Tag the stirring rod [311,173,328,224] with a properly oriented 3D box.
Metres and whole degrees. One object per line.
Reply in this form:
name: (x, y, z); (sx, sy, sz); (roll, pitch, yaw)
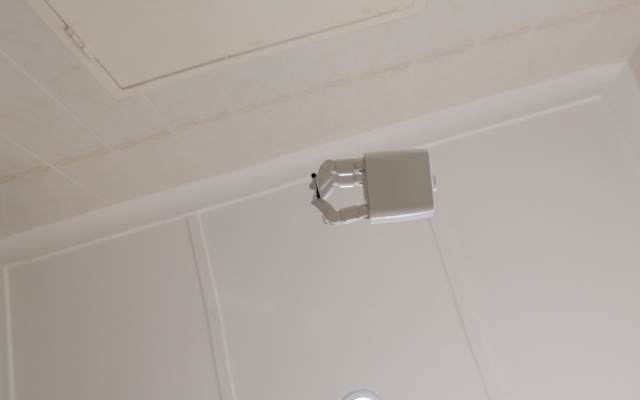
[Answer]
stirring rod: (0.000, 0.003, 0.815); (0.011, 0.011, 0.240); (0, -19, 5)
